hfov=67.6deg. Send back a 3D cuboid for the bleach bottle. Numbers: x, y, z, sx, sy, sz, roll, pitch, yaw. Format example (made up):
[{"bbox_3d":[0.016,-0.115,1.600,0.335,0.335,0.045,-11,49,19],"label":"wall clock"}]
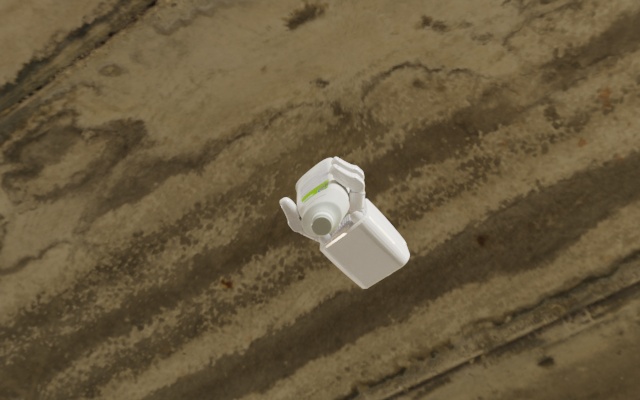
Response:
[{"bbox_3d":[0.000,0.002,0.778,0.102,0.068,0.250,-40,12,14],"label":"bleach bottle"}]
